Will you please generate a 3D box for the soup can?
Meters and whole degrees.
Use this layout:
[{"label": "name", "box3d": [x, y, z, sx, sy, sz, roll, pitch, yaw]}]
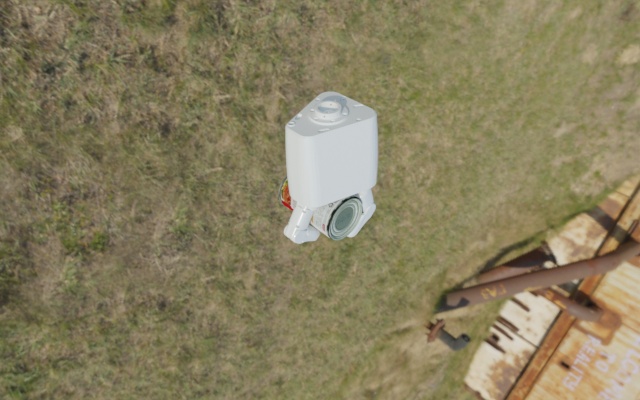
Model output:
[{"label": "soup can", "box3d": [0.000, 0.003, 0.666, 0.102, 0.068, 0.068, 34, 21, 34]}]
